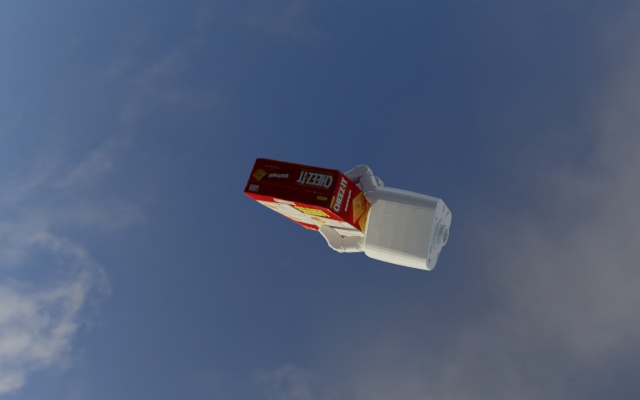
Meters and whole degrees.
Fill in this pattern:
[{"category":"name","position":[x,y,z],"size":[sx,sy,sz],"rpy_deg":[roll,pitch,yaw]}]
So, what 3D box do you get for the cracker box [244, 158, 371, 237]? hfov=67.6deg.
[{"category":"cracker box","position":[0.000,0.003,0.822],"size":[0.164,0.072,0.214],"rpy_deg":[10,-13,31]}]
